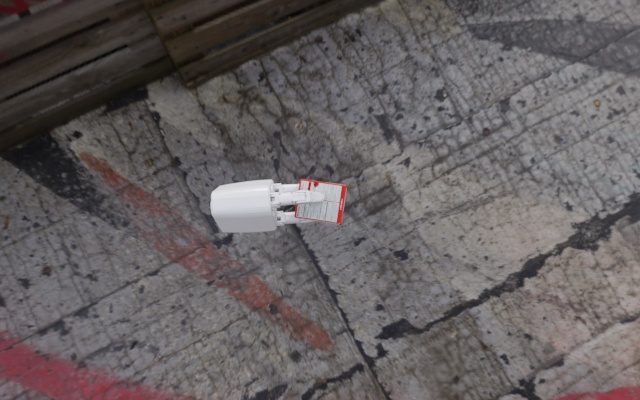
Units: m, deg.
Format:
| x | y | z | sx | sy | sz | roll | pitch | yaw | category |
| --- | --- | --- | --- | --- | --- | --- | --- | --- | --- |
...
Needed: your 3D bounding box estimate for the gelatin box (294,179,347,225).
| x | y | z | sx | sy | sz | roll | pitch | yaw | category |
| --- | --- | --- | --- | --- | --- | --- | --- | --- | --- |
| 0.000 | 0.003 | 0.891 | 0.089 | 0.073 | 0.030 | 8 | -7 | 6 | gelatin box |
